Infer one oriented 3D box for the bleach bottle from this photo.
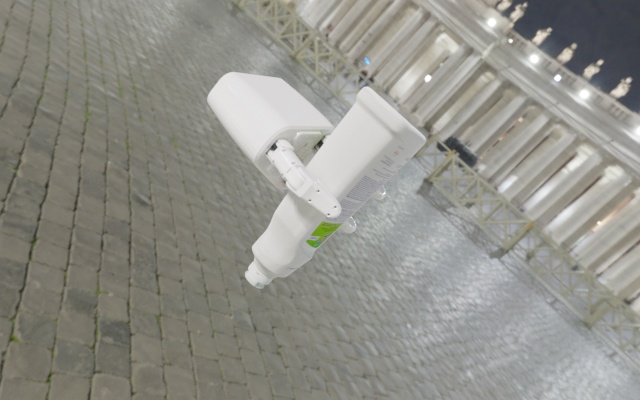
[{"bbox_3d":[0.000,0.002,0.521,0.068,0.251,0.102,49,16,25],"label":"bleach bottle"}]
